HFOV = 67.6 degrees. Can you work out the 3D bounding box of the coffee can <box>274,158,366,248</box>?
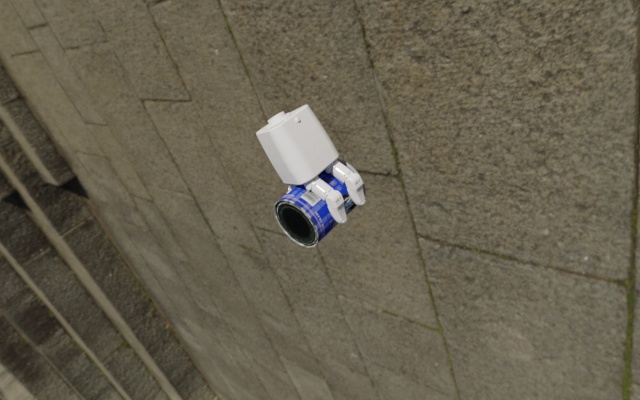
[{"bbox_3d":[0.000,0.003,0.863,0.103,0.103,0.140,0,34,49],"label":"coffee can"}]
